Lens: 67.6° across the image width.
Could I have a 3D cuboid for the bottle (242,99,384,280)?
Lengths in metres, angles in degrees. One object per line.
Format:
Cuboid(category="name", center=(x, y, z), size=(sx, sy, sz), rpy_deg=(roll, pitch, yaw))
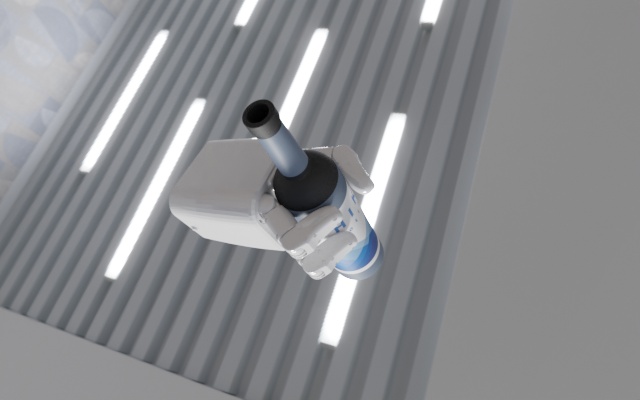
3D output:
Cuboid(category="bottle", center=(0.000, 0.002, 0.485), size=(0.069, 0.069, 0.296), rpy_deg=(0, -28, 22))
